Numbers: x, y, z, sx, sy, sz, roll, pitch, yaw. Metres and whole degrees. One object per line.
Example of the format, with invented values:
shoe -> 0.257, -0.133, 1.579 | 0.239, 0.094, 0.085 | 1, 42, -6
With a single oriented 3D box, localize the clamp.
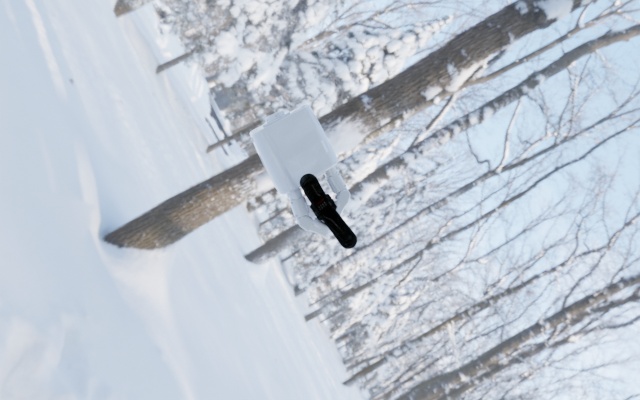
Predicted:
clamp -> 0.001, 0.002, 0.720 | 0.039, 0.120, 0.171 | -30, 15, -6
